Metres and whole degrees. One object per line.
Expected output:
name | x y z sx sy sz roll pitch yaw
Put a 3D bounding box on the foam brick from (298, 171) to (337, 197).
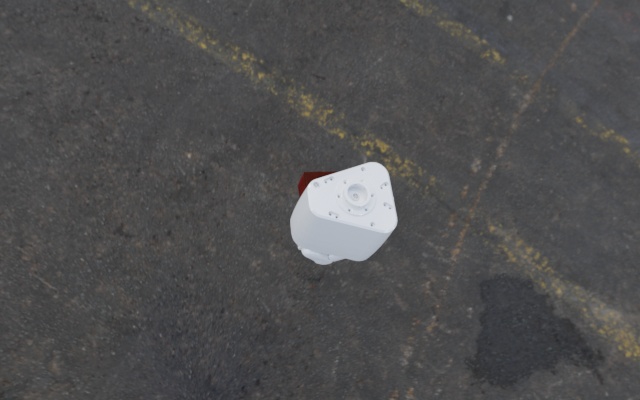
foam brick | 0.000 0.002 0.687 0.053 0.078 0.051 -2 -23 -13
